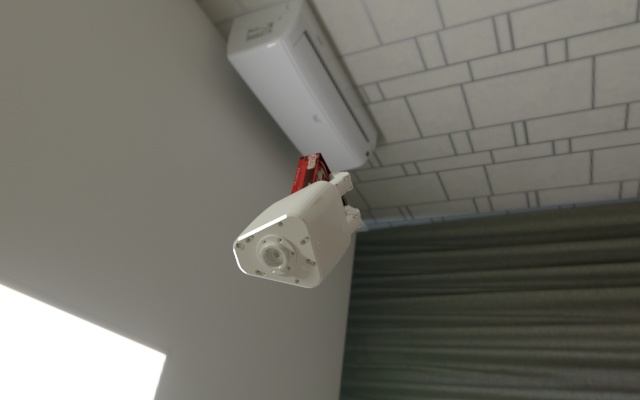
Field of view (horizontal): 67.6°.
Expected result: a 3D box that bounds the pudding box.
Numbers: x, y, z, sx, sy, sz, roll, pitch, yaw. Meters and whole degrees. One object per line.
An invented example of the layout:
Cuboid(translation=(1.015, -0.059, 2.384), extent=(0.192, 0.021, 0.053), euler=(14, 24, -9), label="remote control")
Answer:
Cuboid(translation=(0.000, 0.002, 0.687), extent=(0.039, 0.090, 0.114), euler=(-8, -45, 22), label="pudding box")
